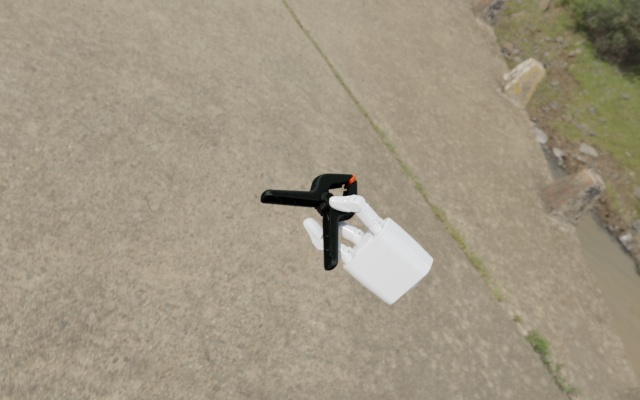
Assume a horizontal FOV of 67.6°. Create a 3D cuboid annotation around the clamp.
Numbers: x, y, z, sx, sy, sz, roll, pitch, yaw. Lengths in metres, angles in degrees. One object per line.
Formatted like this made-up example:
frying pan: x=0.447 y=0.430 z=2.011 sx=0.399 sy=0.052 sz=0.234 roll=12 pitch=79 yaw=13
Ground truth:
clamp: x=0.001 y=0.002 z=0.819 sx=0.036 sy=0.164 sz=0.210 roll=-43 pitch=6 yaw=42
